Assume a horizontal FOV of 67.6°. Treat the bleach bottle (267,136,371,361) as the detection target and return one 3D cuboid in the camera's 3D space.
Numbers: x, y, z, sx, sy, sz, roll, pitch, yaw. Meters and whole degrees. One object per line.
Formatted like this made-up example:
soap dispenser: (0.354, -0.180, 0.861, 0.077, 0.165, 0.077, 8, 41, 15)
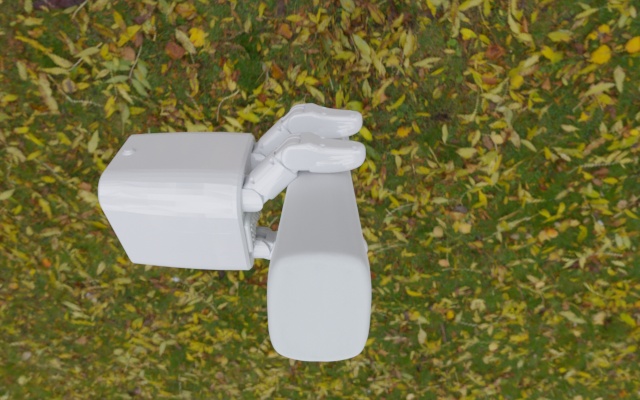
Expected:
bleach bottle: (0.000, 0.001, 0.406, 0.068, 0.103, 0.250, 1, 34, 0)
